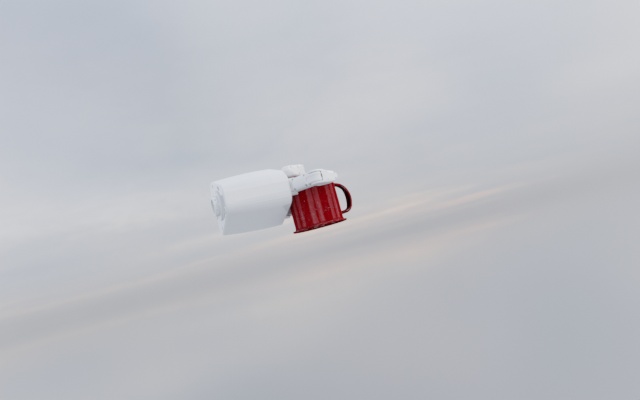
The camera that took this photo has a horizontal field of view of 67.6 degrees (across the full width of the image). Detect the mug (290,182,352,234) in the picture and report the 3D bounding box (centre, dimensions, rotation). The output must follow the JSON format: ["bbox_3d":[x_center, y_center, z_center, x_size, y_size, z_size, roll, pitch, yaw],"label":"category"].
[{"bbox_3d":[0.001,0.002,0.805,0.117,0.081,0.093,-12,-6,-23],"label":"mug"}]
